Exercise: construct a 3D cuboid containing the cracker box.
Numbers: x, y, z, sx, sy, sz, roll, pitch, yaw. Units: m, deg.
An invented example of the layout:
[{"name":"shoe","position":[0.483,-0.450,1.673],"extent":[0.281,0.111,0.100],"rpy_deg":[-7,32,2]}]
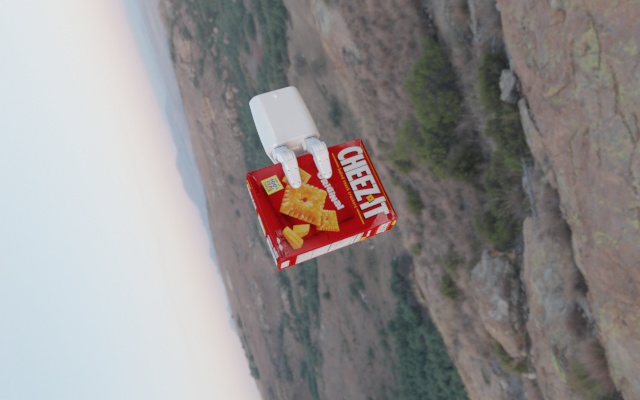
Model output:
[{"name":"cracker box","position":[0.000,0.003,0.815],"extent":[0.213,0.164,0.072],"rpy_deg":[-19,-17,-13]}]
